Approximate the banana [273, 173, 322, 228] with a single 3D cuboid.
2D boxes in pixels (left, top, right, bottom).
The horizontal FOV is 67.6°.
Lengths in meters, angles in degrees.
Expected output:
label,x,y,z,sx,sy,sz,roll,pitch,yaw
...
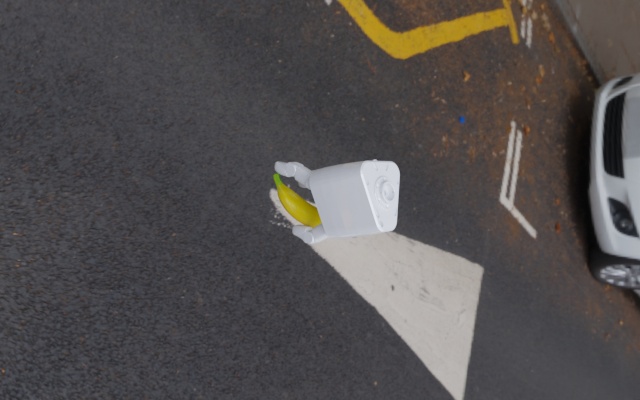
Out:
label,x,y,z,sx,sy,sz,roll,pitch,yaw
banana,-0.005,0.019,0.840,0.037,0.069,0.198,-13,-32,44
